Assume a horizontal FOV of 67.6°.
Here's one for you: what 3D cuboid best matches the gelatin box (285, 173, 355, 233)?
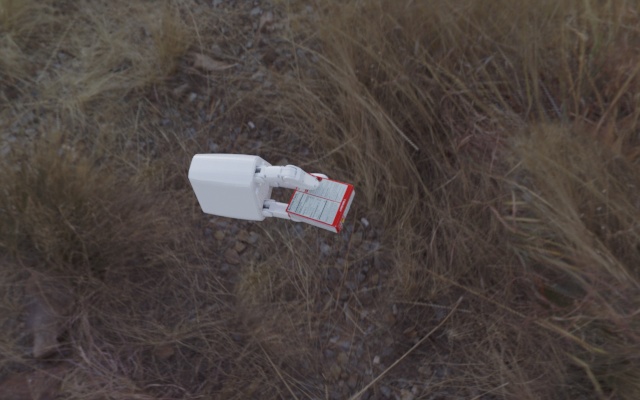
[{"bbox_3d":[0.000,0.002,0.744,0.089,0.073,0.030,16,-21,20],"label":"gelatin box"}]
